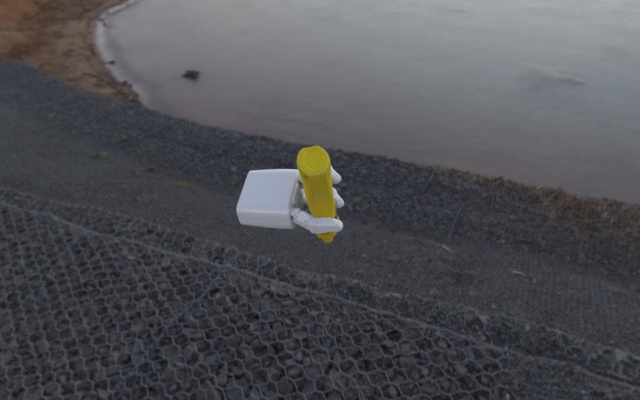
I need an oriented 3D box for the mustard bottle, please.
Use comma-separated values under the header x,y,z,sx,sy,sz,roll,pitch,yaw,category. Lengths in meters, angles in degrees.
x,y,z,sx,sy,sz,roll,pitch,yaw,category
0.000,0.003,0.878,0.058,0.192,0.096,-13,37,-4,mustard bottle
